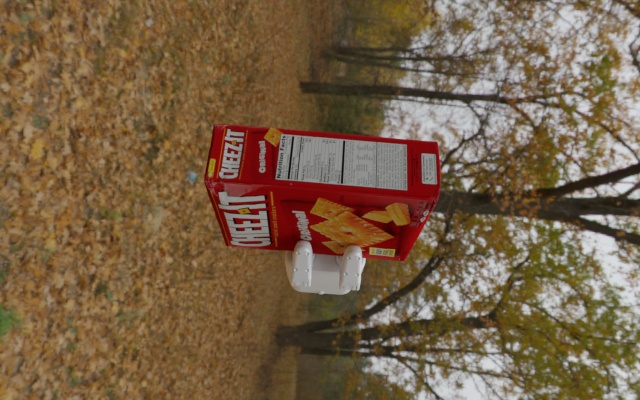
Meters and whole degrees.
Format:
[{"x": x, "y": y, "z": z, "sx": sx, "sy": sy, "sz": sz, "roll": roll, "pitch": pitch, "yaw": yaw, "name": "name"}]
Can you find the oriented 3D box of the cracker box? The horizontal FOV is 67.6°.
[{"x": 0.000, "y": 0.001, "z": 0.501, "sx": 0.214, "sy": 0.072, "sz": 0.164, "roll": 4, "pitch": -27, "yaw": -1, "name": "cracker box"}]
